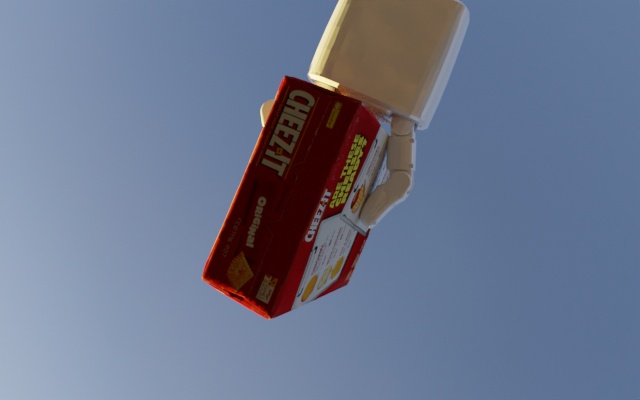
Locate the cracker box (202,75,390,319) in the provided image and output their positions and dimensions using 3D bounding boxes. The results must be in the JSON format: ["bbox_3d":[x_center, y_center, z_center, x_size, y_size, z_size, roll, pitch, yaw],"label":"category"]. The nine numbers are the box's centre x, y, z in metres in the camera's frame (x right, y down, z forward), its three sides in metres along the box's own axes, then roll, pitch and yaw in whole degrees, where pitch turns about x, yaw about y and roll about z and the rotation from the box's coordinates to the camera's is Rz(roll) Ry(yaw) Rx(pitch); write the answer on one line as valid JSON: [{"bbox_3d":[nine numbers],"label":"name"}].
[{"bbox_3d":[0.000,0.001,0.431,0.072,0.164,0.214,24,4,18],"label":"cracker box"}]
